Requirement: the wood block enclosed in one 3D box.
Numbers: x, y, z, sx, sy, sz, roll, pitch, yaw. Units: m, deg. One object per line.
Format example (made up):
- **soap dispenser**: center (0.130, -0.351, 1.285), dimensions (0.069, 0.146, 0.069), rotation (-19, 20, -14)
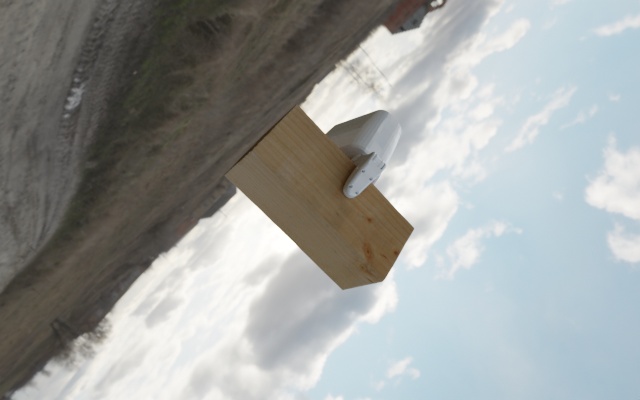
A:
- **wood block**: center (0.001, 0.002, 0.572), dimensions (0.090, 0.206, 0.091), rotation (-52, 13, -33)
